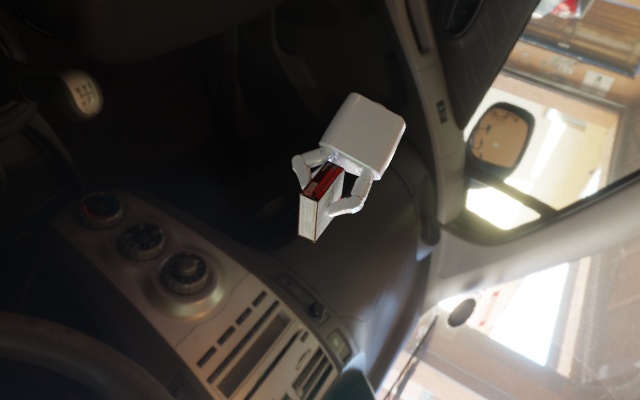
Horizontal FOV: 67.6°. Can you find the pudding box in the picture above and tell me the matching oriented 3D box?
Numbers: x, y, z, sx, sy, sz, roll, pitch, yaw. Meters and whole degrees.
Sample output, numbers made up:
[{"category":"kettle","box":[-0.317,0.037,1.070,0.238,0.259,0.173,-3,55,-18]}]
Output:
[{"category":"pudding box","box":[0.000,0.003,0.800,0.039,0.114,0.090,25,52,19]}]
